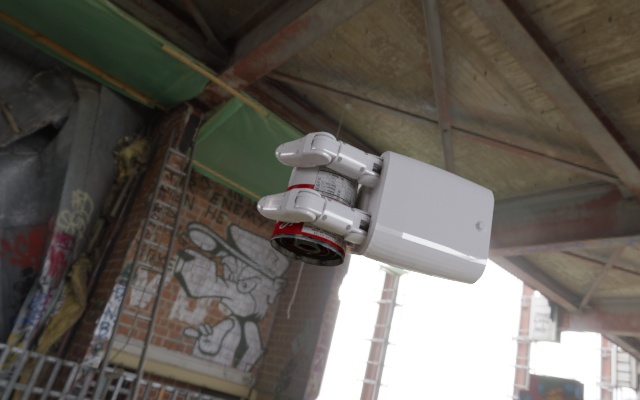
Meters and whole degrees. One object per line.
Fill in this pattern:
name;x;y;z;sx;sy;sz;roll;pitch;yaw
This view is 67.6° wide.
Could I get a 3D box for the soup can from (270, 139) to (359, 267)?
soup can;0.000;0.001;0.443;0.068;0.102;0.068;13;-23;6
